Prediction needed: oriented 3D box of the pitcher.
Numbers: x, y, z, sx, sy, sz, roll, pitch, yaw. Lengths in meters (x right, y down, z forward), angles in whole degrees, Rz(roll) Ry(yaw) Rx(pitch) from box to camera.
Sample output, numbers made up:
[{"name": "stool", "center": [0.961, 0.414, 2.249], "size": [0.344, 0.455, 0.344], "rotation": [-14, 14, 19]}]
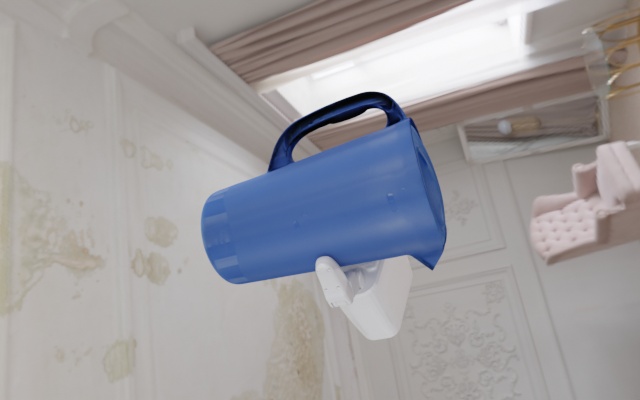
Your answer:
[{"name": "pitcher", "center": [0.000, 0.002, 0.502], "size": [0.243, 0.149, 0.145], "rotation": [-15, -47, 17]}]
